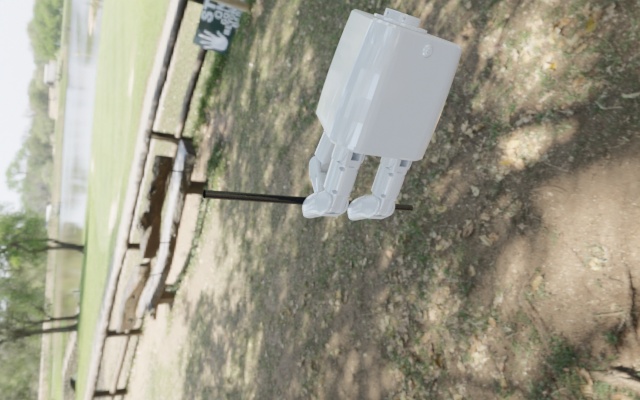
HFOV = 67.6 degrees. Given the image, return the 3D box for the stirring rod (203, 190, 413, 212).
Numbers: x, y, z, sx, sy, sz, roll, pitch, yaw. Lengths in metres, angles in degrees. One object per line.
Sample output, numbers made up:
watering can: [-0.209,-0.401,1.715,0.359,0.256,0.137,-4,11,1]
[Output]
stirring rod: [0.000,0.002,0.485,0.239,0.011,0.011,4,-2,-31]
